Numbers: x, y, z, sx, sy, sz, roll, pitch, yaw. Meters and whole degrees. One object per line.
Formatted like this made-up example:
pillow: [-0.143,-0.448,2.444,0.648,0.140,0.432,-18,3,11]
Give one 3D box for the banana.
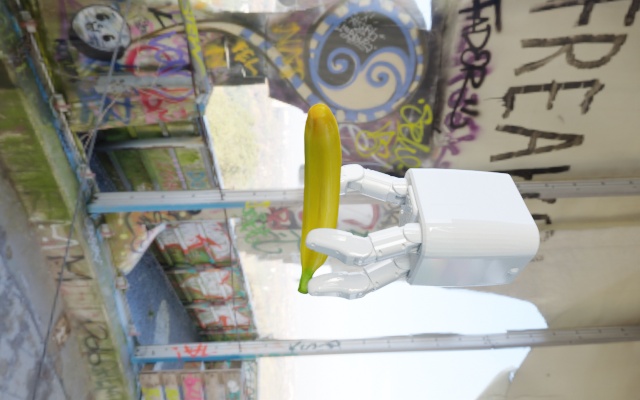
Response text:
banana: [0.001,-0.005,0.453,0.037,0.198,0.069,3,31,0]
